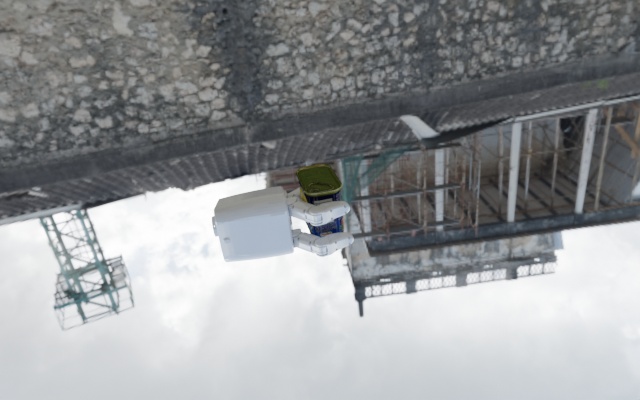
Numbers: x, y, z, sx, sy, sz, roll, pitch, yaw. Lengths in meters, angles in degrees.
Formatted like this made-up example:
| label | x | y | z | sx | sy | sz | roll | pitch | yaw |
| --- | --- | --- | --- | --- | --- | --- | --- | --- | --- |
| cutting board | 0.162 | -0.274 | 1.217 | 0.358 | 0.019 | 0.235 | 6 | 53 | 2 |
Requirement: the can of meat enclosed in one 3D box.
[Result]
| label | x | y | z | sx | sy | sz | roll | pitch | yaw |
| --- | --- | --- | --- | --- | --- | --- | --- | --- | --- |
| can of meat | 0.000 | 0.003 | 0.738 | 0.057 | 0.084 | 0.102 | -11 | 28 | -9 |
